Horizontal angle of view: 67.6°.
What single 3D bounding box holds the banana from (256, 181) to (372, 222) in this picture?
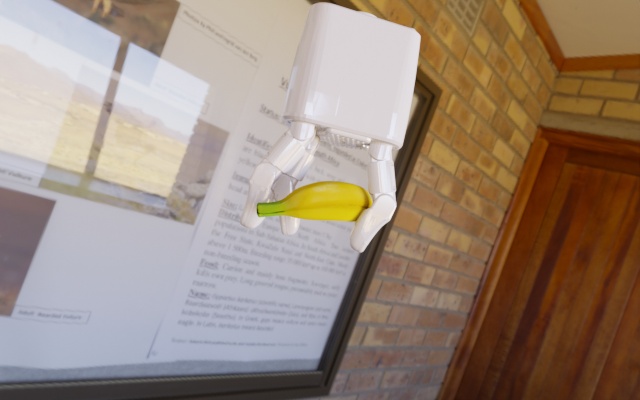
[{"bbox_3d":[0.016,0.002,0.468,0.069,0.037,0.198,2,-2,24],"label":"banana"}]
